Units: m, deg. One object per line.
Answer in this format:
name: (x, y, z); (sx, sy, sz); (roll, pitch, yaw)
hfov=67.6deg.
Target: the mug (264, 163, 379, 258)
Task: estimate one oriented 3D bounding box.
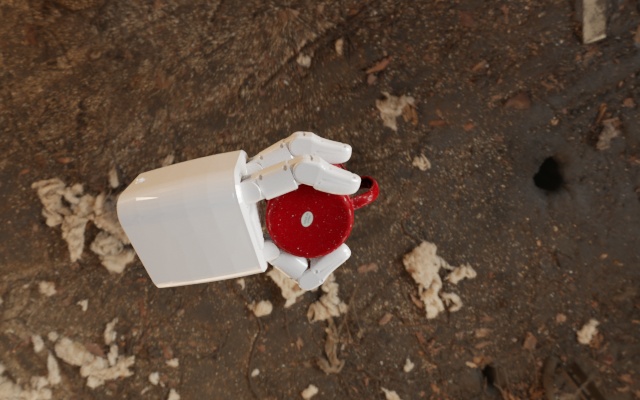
mug: (0.002, 0.001, 0.470); (0.117, 0.093, 0.081); (-11, 22, 1)
